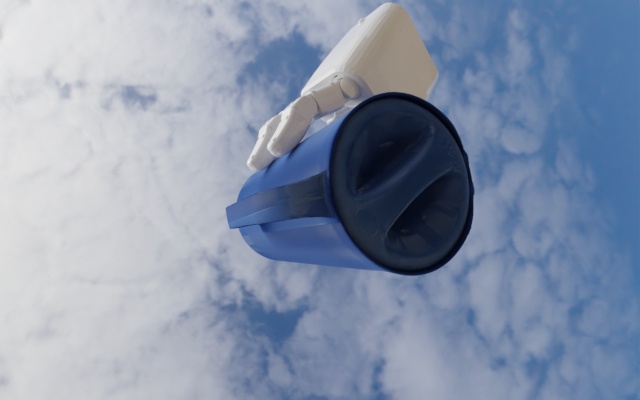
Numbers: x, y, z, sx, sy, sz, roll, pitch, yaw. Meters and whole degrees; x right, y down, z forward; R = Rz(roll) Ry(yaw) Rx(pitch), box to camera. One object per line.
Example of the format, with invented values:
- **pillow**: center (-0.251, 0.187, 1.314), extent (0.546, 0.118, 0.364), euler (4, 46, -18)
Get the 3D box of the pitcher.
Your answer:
- **pitcher**: center (0.000, 0.001, 0.436), extent (0.149, 0.145, 0.243), euler (38, -23, -20)
